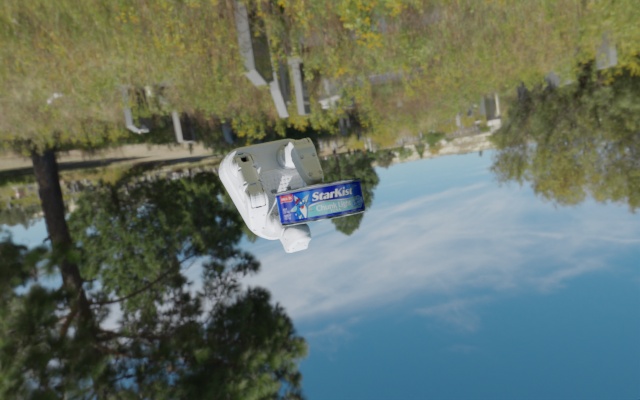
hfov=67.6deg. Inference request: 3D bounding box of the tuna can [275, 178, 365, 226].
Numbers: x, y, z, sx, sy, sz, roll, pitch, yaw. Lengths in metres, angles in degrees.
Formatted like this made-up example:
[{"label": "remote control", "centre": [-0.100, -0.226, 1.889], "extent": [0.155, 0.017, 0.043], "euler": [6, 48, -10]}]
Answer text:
[{"label": "tuna can", "centre": [0.000, 0.002, 0.470], "extent": [0.086, 0.034, 0.086], "euler": [-10, 0, 0]}]
